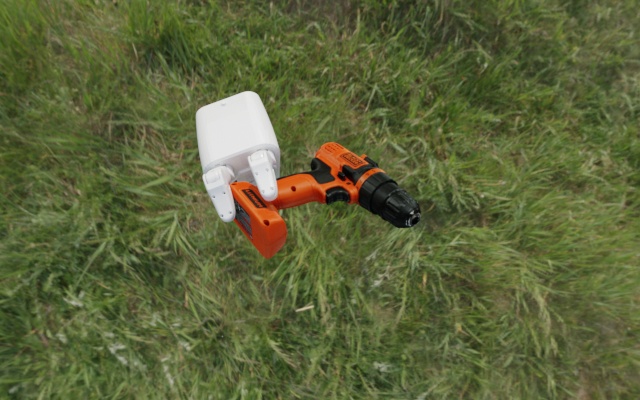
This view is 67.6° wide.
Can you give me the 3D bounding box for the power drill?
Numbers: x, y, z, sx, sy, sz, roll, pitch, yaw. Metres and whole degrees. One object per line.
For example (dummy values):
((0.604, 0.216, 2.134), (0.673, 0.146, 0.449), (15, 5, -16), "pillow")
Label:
((0.000, 0.002, 0.571), (0.187, 0.057, 0.184), (-20, 37, -27), "power drill")
